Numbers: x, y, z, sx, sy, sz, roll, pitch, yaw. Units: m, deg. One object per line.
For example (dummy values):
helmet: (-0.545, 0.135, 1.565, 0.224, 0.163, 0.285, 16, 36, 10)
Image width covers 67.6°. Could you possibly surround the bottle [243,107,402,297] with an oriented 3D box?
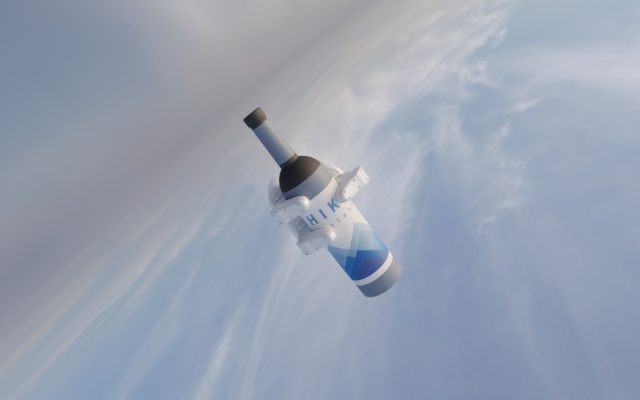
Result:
bottle: (0.000, 0.002, 0.639, 0.069, 0.296, 0.069, -35, 16, 11)
